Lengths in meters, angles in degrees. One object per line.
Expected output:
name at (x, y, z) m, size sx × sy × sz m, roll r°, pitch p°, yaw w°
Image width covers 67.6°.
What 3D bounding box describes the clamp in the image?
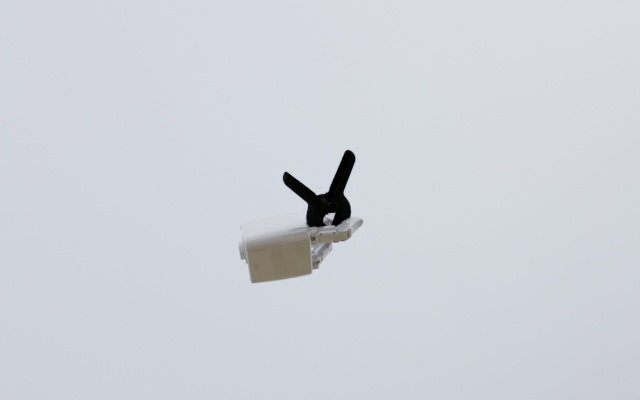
clamp at (0.000, 0.002, 0.783) m, size 0.120 × 0.172 × 0.039 m, roll -9°, pitch 34°, yaw -11°
